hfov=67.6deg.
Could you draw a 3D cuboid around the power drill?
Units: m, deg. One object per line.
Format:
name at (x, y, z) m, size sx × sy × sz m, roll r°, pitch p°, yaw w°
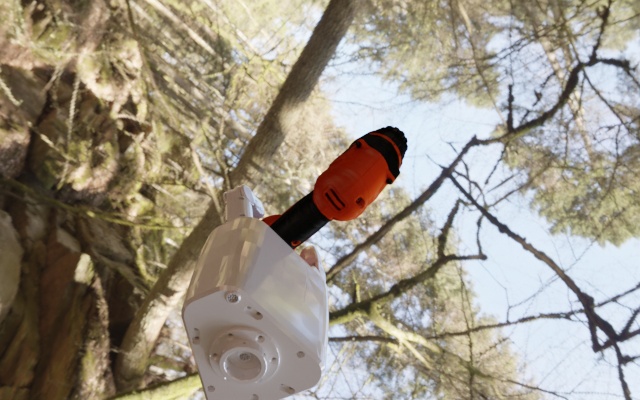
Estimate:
power drill at (0.000, 0.002, 0.480) m, size 0.188 × 0.057 × 0.184 m, roll -40°, pitch 0°, yaw 31°
